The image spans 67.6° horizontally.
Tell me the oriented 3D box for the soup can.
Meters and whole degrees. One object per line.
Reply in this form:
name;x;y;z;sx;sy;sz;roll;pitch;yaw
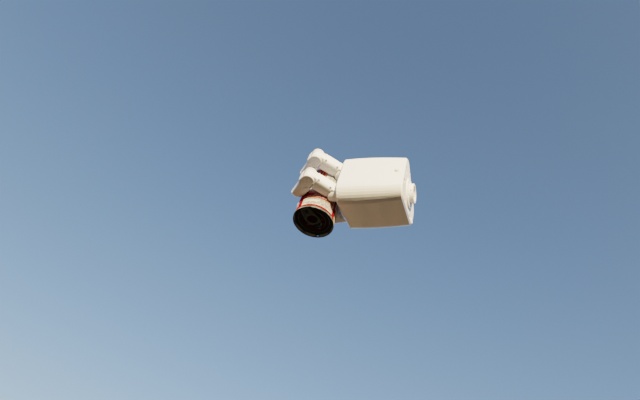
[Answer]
soup can;0.000;0.003;0.799;0.068;0.069;0.102;0;40;18
